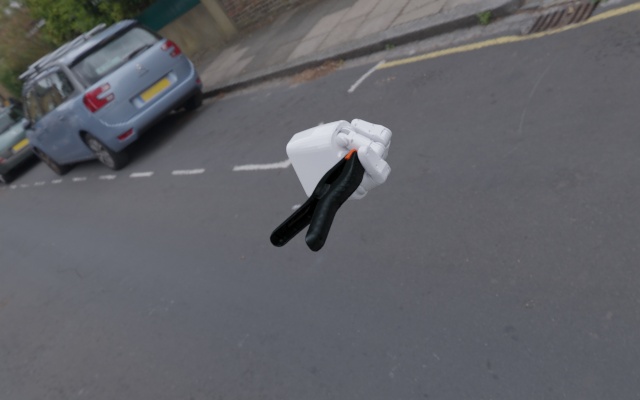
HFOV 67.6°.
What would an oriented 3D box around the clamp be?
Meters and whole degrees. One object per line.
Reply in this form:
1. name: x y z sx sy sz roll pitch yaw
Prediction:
1. clamp: 0.000 0.002 0.645 0.120 0.039 0.171 -6 40 50
